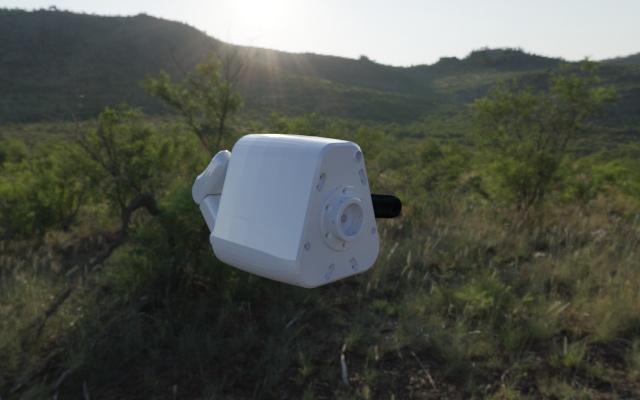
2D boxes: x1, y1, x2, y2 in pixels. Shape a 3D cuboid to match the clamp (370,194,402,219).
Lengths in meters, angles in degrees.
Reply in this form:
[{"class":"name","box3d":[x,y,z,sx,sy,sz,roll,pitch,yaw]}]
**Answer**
[{"class":"clamp","box3d":[0.000,0.001,0.509,0.171,0.039,0.120,-12,17,-42]}]
